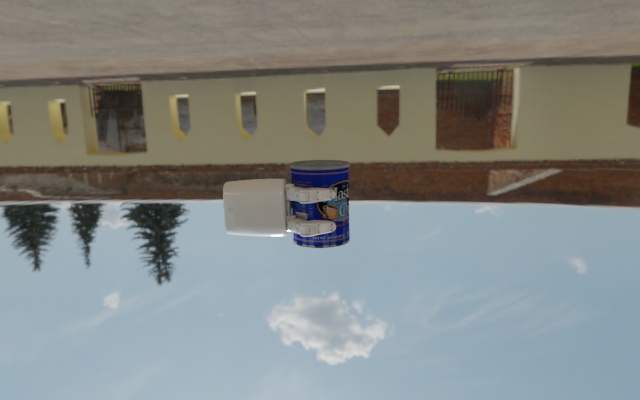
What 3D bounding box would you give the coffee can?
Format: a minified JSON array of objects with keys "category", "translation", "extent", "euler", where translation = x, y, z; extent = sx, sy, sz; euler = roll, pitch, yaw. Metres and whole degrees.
[{"category":"coffee can","translation":[0.000,0.003,0.843],"extent":[0.103,0.140,0.103],"euler":[-1,10,0]}]
